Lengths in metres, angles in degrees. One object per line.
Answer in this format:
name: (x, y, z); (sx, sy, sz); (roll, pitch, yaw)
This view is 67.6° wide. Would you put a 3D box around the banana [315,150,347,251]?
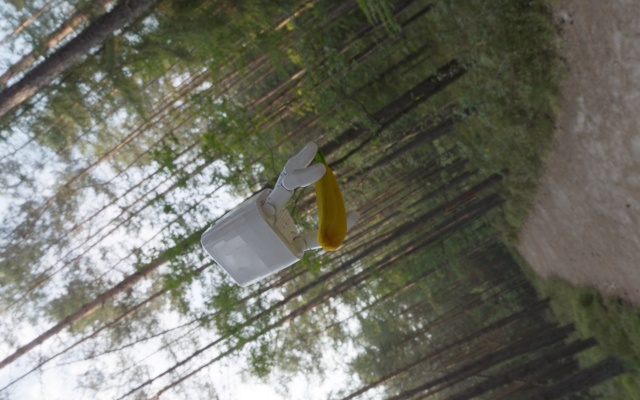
banana: (0.009, 0.012, 0.644); (0.037, 0.070, 0.197); (-28, 35, 15)
